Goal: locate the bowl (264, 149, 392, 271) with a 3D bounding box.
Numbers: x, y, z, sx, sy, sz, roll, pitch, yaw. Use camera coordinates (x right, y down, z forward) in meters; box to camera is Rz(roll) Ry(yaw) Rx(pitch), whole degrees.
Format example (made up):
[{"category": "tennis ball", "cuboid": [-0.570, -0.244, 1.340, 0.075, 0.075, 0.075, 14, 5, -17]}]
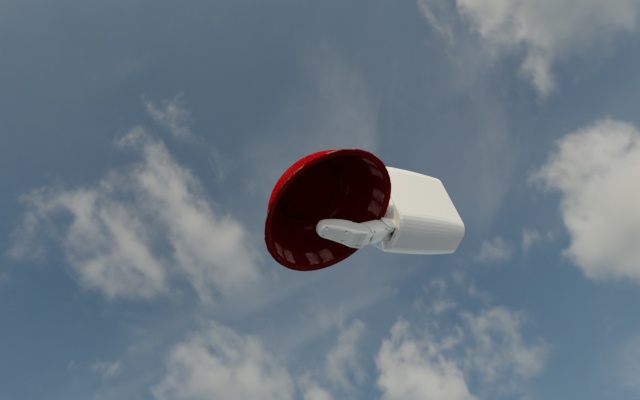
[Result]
[{"category": "bowl", "cuboid": [-0.001, 0.001, 0.547, 0.162, 0.162, 0.055, 0, 32, -35]}]
